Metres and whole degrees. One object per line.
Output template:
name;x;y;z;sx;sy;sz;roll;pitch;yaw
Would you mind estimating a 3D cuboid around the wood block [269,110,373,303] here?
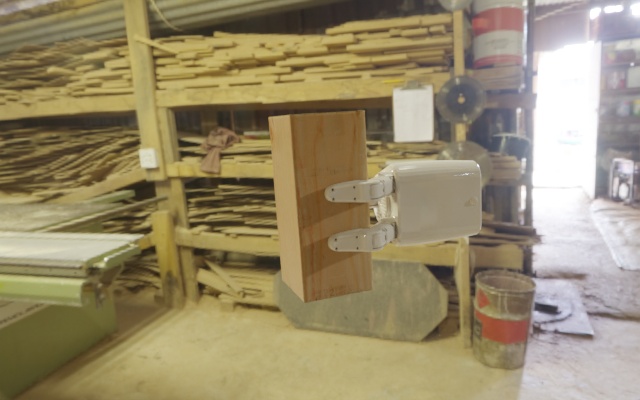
wood block;0.000;0.002;0.565;0.090;0.206;0.091;-7;11;-19
